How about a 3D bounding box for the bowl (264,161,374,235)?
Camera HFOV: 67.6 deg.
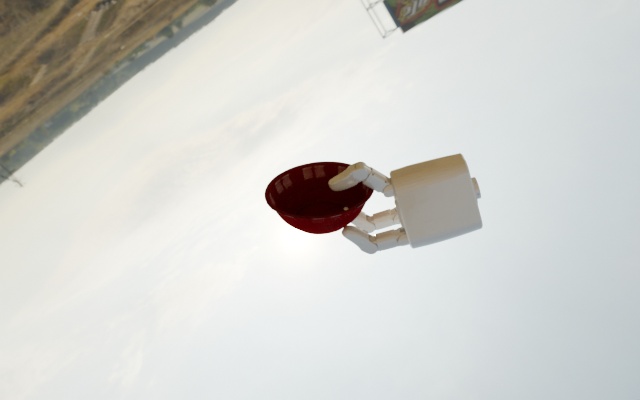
[{"bbox_3d":[-0.001,0.003,0.711,0.162,0.055,0.162,-4,32,3],"label":"bowl"}]
